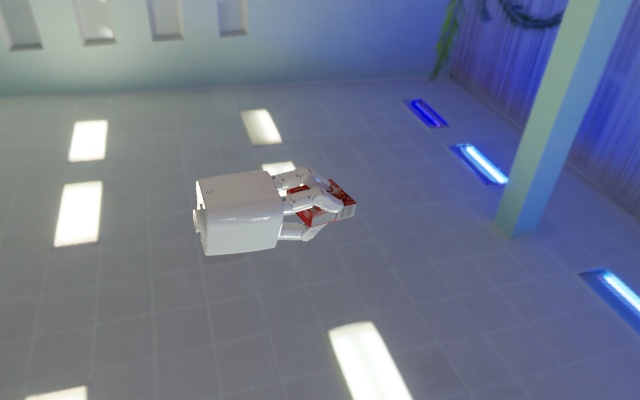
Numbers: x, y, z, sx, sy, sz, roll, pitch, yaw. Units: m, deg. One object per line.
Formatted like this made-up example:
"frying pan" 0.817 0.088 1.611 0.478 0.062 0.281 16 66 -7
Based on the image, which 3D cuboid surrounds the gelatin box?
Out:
"gelatin box" 0.000 0.003 0.748 0.089 0.030 0.073 -13 41 -33
